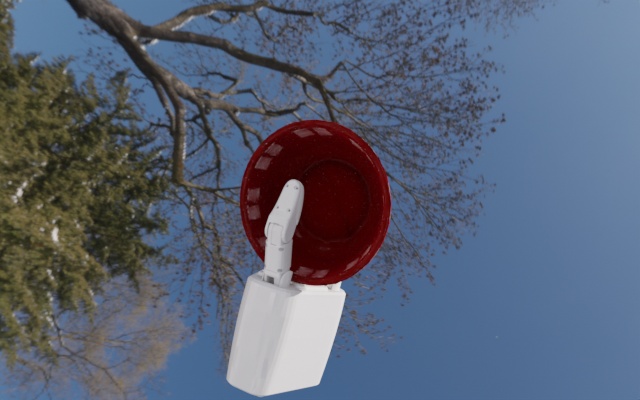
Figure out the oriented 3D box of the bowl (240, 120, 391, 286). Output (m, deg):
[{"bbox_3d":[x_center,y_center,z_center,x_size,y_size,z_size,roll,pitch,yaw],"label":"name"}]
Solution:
[{"bbox_3d":[0.001,0.000,0.484,0.162,0.162,0.055,0,3,24],"label":"bowl"}]
